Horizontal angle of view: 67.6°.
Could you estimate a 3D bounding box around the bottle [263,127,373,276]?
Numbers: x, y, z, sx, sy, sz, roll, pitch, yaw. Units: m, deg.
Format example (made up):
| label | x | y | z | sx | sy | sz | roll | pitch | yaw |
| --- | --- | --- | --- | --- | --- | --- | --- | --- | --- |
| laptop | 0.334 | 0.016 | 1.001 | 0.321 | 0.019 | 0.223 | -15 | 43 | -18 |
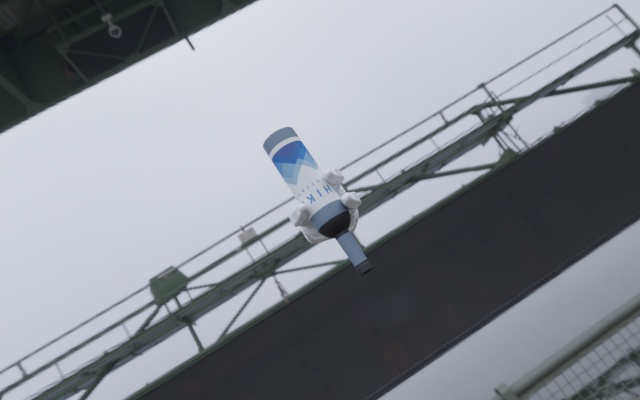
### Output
| label | x | y | z | sx | sy | sz | roll | pitch | yaw |
| --- | --- | --- | --- | --- | --- | --- | --- | --- | --- |
| bottle | 0.000 | 0.003 | 0.845 | 0.069 | 0.295 | 0.069 | -31 | -16 | -10 |
